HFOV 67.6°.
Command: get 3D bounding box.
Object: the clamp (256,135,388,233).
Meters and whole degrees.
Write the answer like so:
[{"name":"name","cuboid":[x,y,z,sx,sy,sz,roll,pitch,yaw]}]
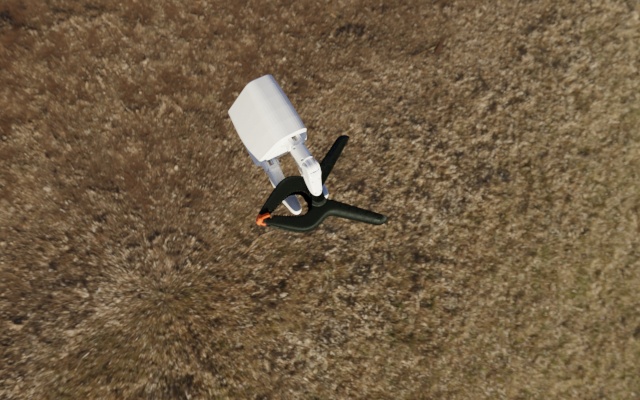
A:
[{"name":"clamp","cuboid":[0.000,0.002,0.769,0.210,0.164,0.036,-29,-7,-21]}]
